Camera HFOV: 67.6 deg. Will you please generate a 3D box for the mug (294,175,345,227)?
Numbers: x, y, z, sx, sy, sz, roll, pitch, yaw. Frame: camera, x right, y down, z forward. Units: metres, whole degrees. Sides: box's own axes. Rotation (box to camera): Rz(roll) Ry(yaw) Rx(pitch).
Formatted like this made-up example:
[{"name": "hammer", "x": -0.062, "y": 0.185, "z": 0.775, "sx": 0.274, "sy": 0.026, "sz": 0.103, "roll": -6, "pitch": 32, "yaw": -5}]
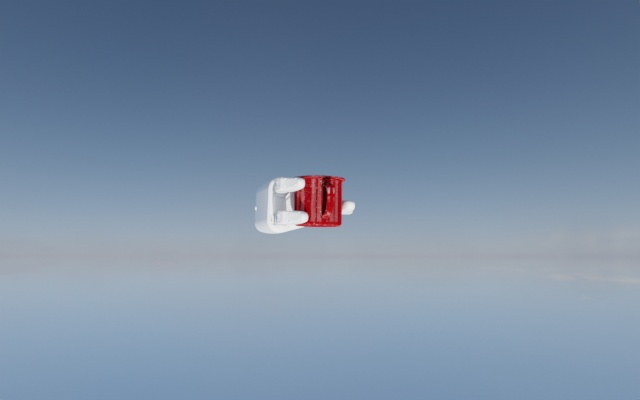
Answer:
[{"name": "mug", "x": 0.001, "y": 0.003, "z": 0.800, "sx": 0.093, "sy": 0.081, "sz": 0.117, "roll": 3, "pitch": -6, "yaw": -20}]
